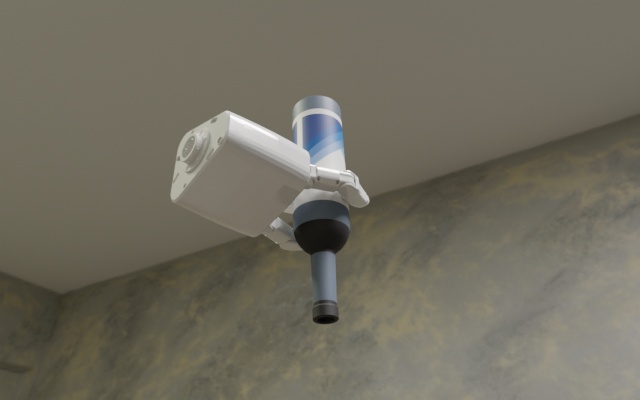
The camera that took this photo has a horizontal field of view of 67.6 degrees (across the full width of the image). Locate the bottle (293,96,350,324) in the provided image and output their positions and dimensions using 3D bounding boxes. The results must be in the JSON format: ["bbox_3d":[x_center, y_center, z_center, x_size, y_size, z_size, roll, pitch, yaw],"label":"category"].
[{"bbox_3d":[0.000,0.002,0.576,0.069,0.295,0.069,-2,-33,-1],"label":"bottle"}]
